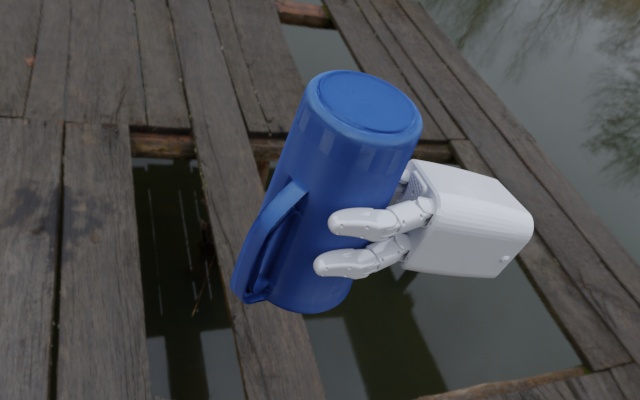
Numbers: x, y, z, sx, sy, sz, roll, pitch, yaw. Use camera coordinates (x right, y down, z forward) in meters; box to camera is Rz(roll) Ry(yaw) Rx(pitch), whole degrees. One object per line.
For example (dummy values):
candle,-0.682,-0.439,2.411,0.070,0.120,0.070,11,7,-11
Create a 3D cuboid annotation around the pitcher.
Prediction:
pitcher,0.000,0.002,0.480,0.145,0.149,0.243,11,-47,-12
